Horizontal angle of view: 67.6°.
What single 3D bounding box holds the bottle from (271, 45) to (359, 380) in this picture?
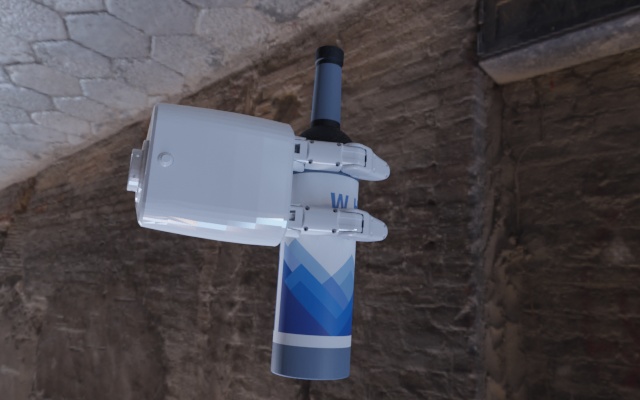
[{"bbox_3d":[0.000,0.002,0.431,0.069,0.295,0.069,3,-11,1],"label":"bottle"}]
